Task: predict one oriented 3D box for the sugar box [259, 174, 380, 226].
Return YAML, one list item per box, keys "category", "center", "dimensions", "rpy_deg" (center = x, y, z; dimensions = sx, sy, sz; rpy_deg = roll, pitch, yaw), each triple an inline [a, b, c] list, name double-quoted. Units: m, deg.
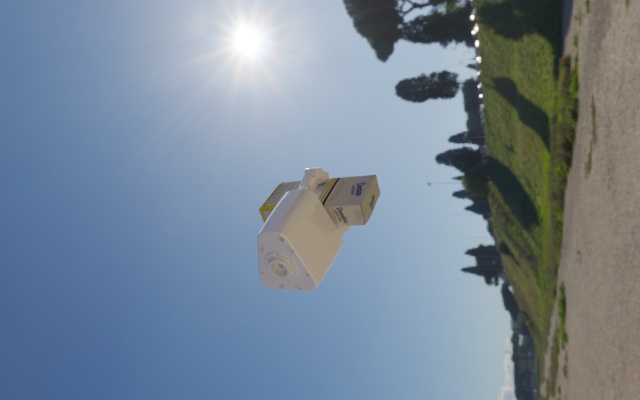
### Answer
- category: "sugar box"
  center: [0.000, 0.003, 0.773]
  dimensions: [0.176, 0.048, 0.093]
  rpy_deg: [-1, 32, 25]
